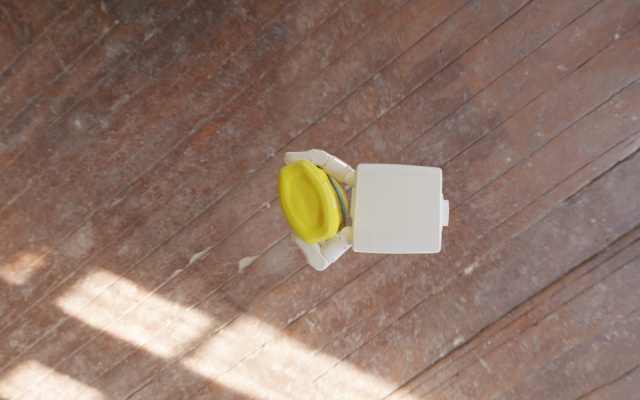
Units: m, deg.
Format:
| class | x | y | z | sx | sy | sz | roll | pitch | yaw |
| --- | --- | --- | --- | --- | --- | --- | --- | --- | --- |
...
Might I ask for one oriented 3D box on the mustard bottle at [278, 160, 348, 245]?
| class | x | y | z | sx | sy | sz | roll | pitch | yaw |
| --- | --- | --- | --- | --- | --- | --- | --- | --- | --- |
| mustard bottle | 0.000 | 0.002 | 0.626 | 0.058 | 0.096 | 0.191 | -23 | -4 | 10 |
